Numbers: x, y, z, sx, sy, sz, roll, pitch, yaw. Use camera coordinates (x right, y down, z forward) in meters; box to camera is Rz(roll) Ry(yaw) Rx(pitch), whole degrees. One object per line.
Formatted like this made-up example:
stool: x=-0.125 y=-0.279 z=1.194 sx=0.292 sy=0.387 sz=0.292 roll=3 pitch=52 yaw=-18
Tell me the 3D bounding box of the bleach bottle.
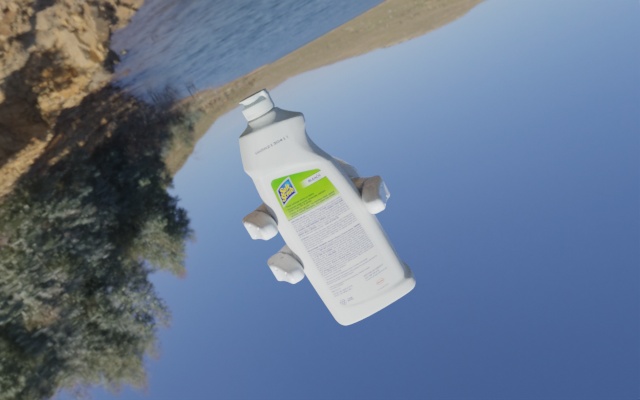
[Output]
bleach bottle: x=0.000 y=0.002 z=0.488 sx=0.102 sy=0.251 sz=0.068 roll=-30 pitch=17 yaw=-3
